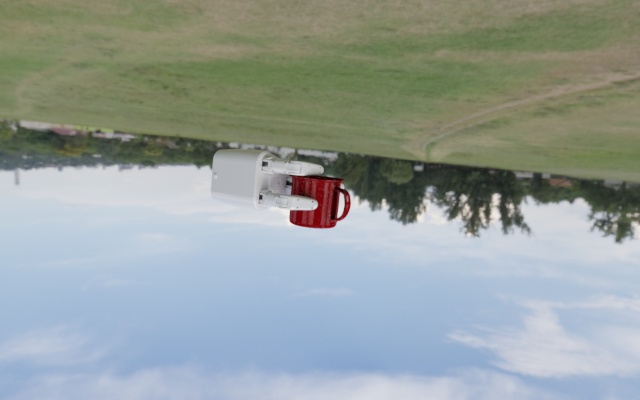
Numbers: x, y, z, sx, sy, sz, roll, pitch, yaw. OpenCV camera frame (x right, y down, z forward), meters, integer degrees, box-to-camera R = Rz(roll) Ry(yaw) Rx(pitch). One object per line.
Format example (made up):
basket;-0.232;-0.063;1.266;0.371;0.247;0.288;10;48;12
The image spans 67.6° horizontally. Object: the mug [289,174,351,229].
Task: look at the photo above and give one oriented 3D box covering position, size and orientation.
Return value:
mug;0.001;0.003;0.793;0.117;0.081;0.093;10;8;35
